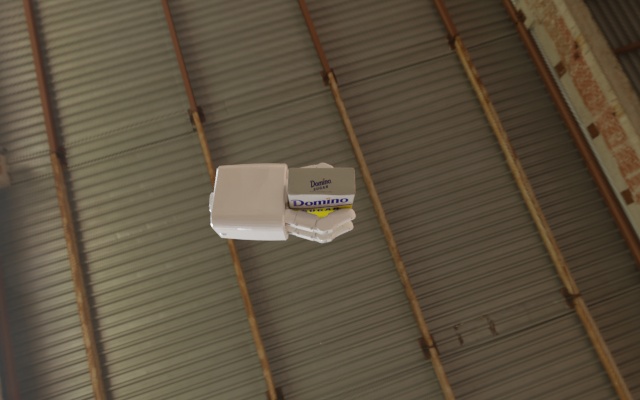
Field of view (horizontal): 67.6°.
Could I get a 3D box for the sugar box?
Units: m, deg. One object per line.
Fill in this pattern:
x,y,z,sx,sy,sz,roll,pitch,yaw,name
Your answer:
0.000,0.003,0.722,0.093,0.048,0.176,0,-17,0,sugar box
